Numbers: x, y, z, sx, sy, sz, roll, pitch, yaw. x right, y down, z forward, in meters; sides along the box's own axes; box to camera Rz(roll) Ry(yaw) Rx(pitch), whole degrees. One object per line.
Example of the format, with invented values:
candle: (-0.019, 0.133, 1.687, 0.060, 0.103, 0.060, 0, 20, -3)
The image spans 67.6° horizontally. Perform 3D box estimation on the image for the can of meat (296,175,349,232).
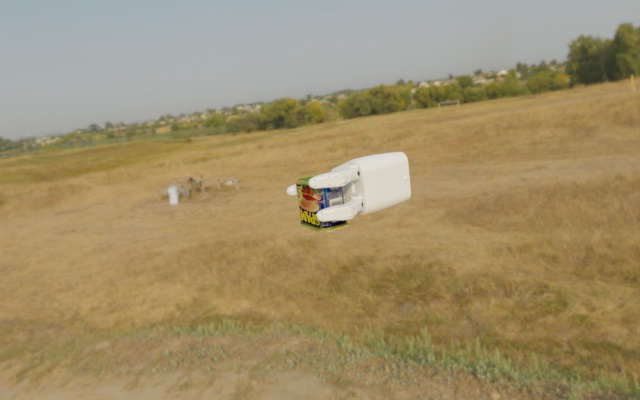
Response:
can of meat: (0.000, 0.002, 0.827, 0.057, 0.084, 0.102, -14, 13, -27)
